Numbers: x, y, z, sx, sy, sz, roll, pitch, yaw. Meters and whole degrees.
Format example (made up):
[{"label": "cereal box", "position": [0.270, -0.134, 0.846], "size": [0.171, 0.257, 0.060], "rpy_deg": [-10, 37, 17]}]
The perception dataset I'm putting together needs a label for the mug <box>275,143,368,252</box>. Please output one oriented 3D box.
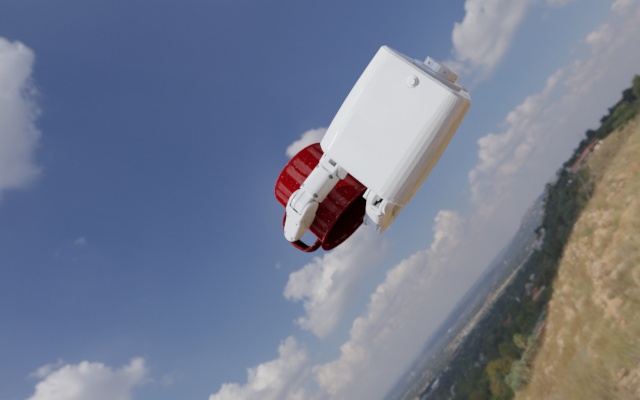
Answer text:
[{"label": "mug", "position": [-0.001, 0.003, 0.513], "size": [0.081, 0.117, 0.093], "rpy_deg": [41, 23, 19]}]
